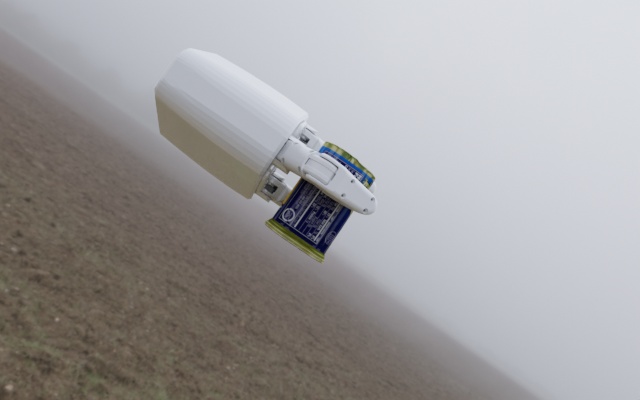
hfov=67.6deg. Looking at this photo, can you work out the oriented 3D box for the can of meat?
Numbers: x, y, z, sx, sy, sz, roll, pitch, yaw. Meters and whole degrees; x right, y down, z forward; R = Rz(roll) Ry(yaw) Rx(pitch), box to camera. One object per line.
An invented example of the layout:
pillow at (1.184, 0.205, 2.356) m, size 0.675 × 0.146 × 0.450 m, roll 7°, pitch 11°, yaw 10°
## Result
can of meat at (0.000, 0.001, 0.416) m, size 0.057 × 0.084 × 0.102 m, roll 35°, pitch -3°, yaw -1°
